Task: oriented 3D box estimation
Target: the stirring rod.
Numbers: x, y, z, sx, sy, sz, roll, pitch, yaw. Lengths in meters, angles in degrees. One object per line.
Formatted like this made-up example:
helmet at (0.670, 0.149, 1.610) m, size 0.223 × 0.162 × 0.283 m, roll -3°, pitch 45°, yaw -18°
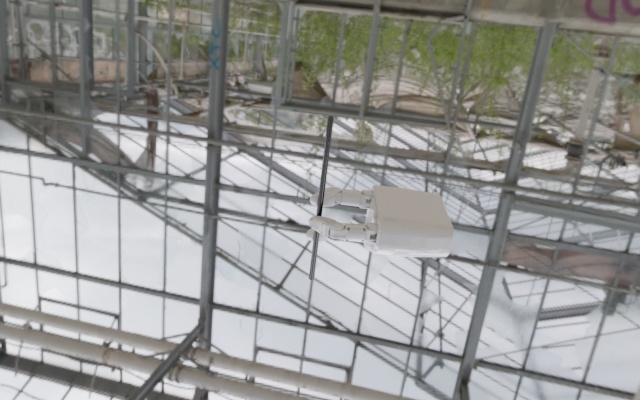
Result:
stirring rod at (0.000, 0.002, 0.674) m, size 0.011 × 0.239 × 0.011 m, roll 6°, pitch 17°, yaw -2°
